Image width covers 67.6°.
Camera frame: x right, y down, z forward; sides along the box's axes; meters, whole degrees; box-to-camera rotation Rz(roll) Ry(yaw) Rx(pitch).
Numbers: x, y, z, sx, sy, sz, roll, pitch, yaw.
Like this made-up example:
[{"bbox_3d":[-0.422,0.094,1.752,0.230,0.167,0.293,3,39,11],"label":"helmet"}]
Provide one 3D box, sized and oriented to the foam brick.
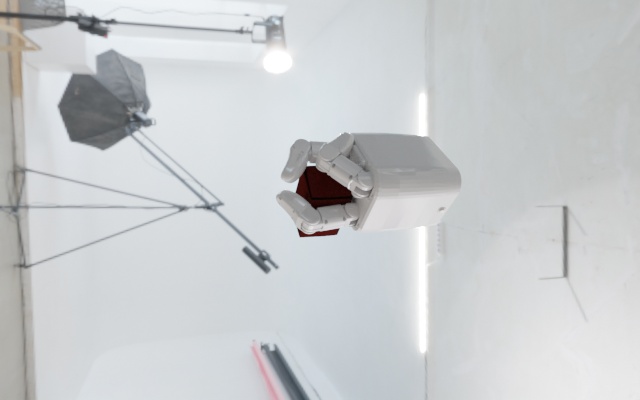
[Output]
[{"bbox_3d":[0.000,0.002,0.576,0.051,0.053,0.078,-3,-37,-17],"label":"foam brick"}]
